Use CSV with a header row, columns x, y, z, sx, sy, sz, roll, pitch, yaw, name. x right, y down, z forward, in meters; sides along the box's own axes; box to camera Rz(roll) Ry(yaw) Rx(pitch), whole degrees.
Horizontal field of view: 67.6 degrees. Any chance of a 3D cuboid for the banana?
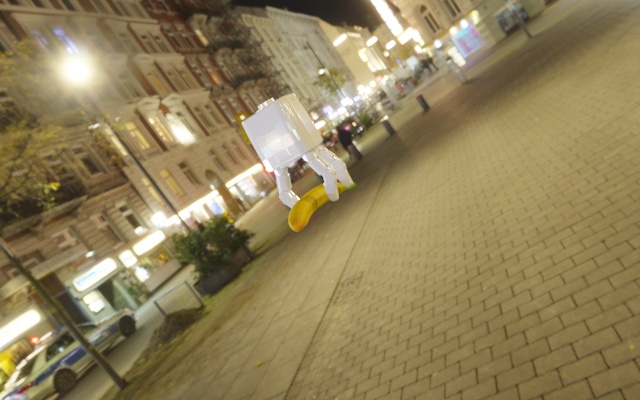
x,y,z,sx,sy,sz,roll,pitch,yaw,name
-0.012,0.005,0.880,0.069,0.037,0.197,-14,17,41,banana
